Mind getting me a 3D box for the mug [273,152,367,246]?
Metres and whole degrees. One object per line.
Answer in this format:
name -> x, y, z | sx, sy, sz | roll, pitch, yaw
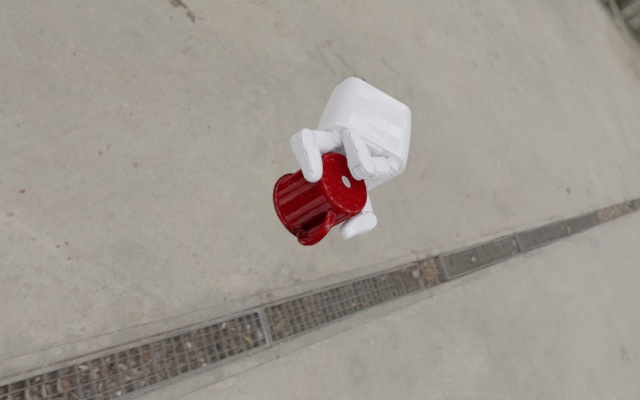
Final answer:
mug -> 0.000, 0.003, 0.575 | 0.093, 0.117, 0.081 | 37, -45, -25
